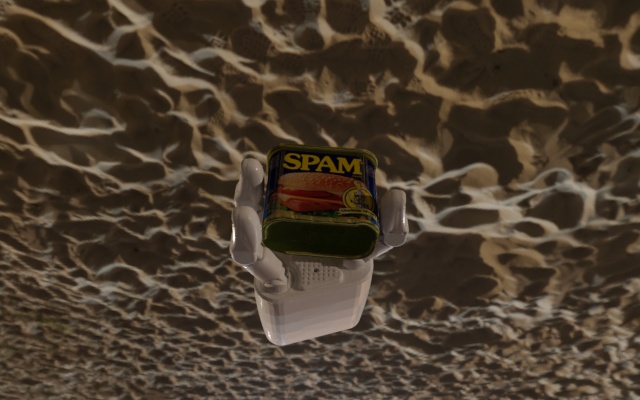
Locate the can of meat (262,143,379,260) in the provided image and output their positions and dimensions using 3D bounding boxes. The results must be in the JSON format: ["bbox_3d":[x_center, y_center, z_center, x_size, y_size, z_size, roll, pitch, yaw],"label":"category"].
[{"bbox_3d":[0.000,0.002,0.418,0.102,0.083,0.057,4,-40,-4],"label":"can of meat"}]
